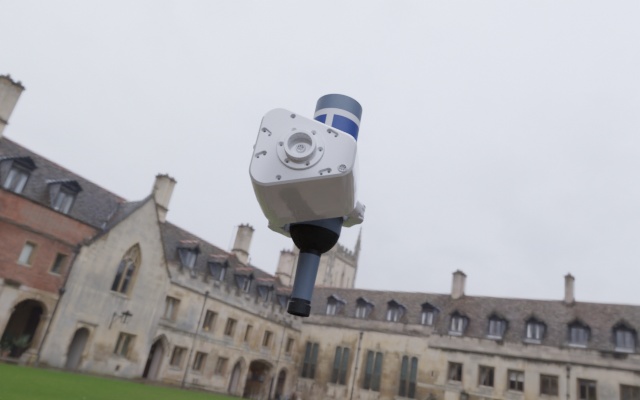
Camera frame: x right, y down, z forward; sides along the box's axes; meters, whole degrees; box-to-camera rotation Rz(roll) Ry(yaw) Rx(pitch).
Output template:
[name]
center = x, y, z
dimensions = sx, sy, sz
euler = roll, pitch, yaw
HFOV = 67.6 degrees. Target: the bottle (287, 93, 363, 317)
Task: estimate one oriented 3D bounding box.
[bottle]
center = 0.000, 0.002, 0.623
dimensions = 0.069, 0.295, 0.069
euler = 10, -21, 4
